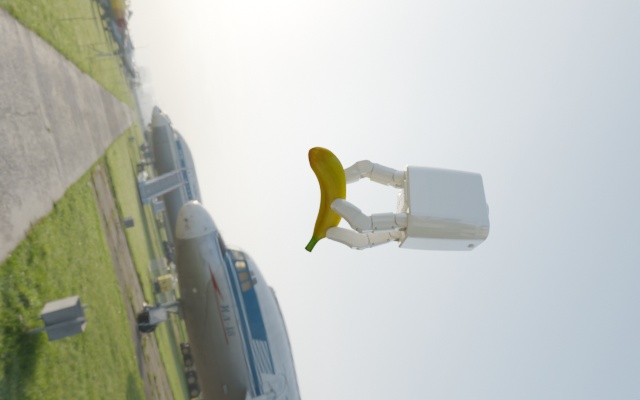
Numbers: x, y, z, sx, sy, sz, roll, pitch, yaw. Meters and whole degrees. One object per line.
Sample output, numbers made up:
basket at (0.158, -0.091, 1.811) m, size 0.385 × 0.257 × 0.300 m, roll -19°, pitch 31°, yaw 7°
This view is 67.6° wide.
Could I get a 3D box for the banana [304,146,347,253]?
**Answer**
banana at (0.009, -0.007, 0.641) m, size 0.037 × 0.198 × 0.069 m, roll 23°, pitch 50°, yaw 19°
